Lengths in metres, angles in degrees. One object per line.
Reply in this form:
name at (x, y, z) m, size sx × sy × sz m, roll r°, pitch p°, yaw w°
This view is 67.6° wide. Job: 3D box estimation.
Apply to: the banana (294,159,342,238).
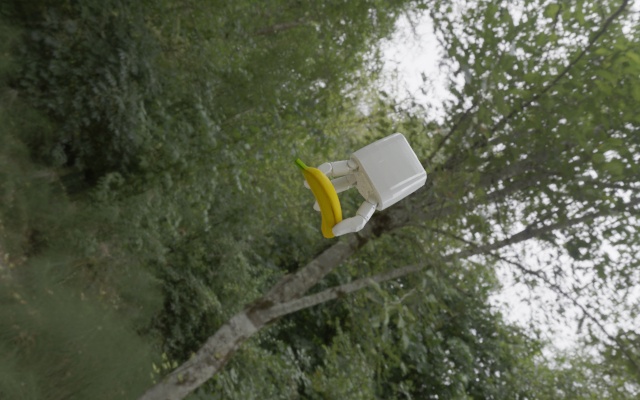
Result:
banana at (0.009, 0.009, 0.855) m, size 0.037 × 0.198 × 0.069 m, roll -33°, pitch 43°, yaw -15°
